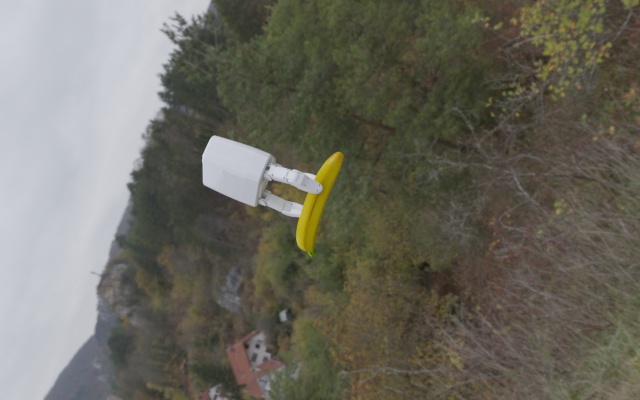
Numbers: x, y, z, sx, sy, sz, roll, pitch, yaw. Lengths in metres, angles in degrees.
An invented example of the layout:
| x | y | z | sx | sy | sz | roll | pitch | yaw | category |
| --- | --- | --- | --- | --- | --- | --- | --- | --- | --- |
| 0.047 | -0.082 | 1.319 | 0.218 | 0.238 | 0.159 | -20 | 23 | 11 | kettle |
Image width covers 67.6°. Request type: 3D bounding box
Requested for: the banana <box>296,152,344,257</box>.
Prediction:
| x | y | z | sx | sy | sz | roll | pitch | yaw | category |
| --- | --- | --- | --- | --- | --- | --- | --- | --- | --- |
| -0.006 | 0.007 | 0.839 | 0.037 | 0.198 | 0.069 | 19 | 8 | 14 | banana |
